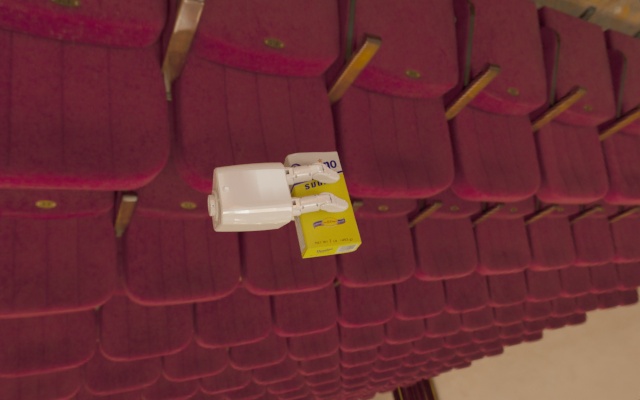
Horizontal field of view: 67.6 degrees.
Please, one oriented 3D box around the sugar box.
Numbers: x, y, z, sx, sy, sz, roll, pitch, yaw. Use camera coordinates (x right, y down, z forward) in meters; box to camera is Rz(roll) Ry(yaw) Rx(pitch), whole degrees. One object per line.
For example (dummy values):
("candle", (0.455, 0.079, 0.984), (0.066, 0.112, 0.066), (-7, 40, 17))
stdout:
("sugar box", (0.000, 0.002, 0.790), (0.093, 0.176, 0.048), (-5, -25, -18))
